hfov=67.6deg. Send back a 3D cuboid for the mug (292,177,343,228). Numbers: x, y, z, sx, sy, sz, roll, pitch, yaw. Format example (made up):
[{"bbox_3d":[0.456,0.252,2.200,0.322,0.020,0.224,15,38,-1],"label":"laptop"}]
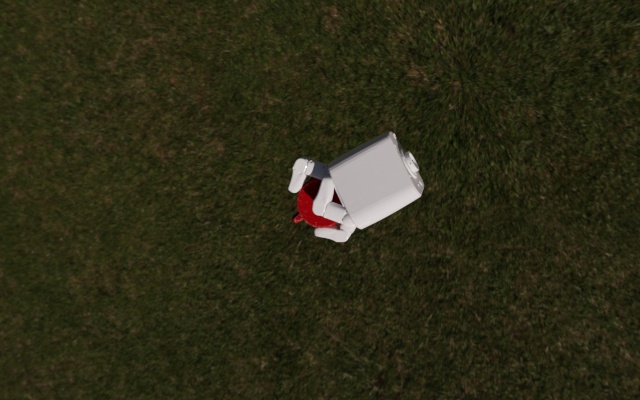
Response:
[{"bbox_3d":[-0.001,0.003,0.793,0.117,0.093,0.081,-30,4,21],"label":"mug"}]
